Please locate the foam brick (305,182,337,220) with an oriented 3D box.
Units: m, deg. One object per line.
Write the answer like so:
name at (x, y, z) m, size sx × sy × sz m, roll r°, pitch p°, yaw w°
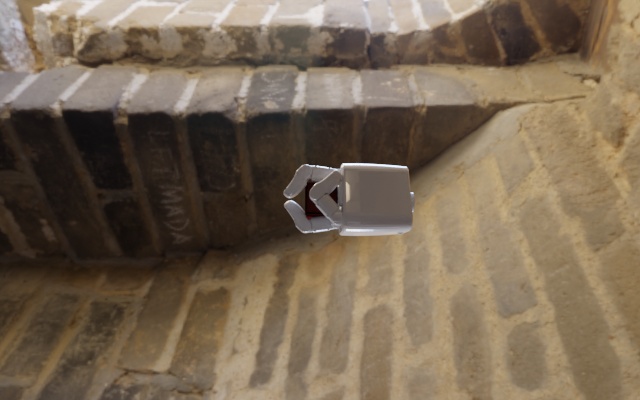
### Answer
foam brick at (0.000, 0.003, 0.788) m, size 0.051 × 0.053 × 0.078 m, roll 0°, pitch -8°, yaw -2°
